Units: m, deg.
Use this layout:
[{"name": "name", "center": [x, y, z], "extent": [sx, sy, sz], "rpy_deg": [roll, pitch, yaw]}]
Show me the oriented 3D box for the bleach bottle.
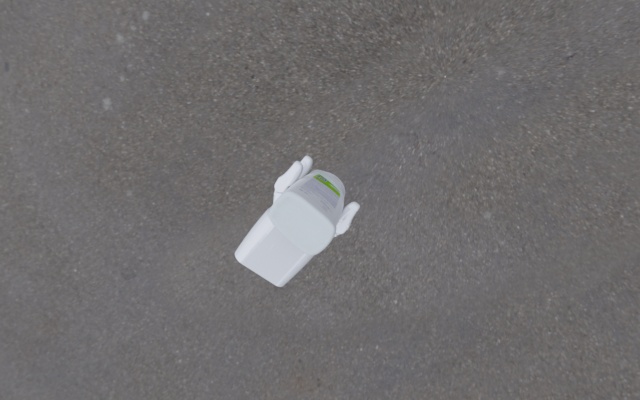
[{"name": "bleach bottle", "center": [0.000, 0.003, 0.795], "extent": [0.102, 0.068, 0.250], "rpy_deg": [41, 20, 1]}]
